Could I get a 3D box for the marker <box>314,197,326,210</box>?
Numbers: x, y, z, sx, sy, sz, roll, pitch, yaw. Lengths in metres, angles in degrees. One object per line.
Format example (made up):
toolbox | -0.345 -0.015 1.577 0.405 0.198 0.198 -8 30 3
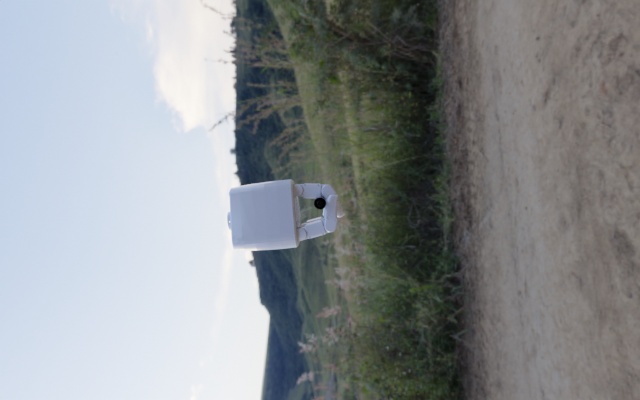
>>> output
marker | 0.000 0.003 0.787 0.020 0.020 0.121 0 2 1
